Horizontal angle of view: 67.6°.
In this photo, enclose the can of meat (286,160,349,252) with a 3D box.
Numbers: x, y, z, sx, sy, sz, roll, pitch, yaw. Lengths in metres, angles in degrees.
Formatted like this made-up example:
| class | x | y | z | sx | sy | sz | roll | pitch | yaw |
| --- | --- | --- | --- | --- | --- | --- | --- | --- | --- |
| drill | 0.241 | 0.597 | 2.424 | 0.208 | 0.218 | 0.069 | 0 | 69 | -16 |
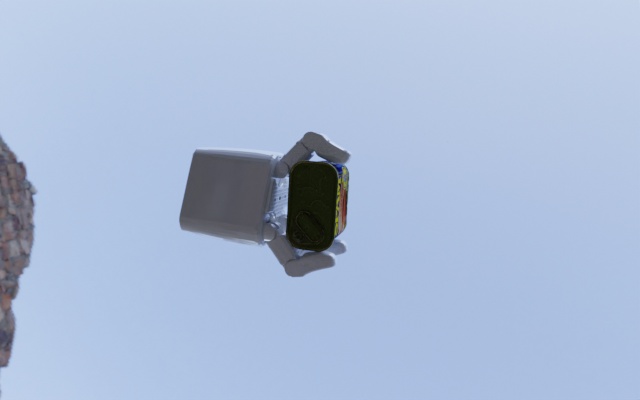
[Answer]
| class | x | y | z | sx | sy | sz | roll | pitch | yaw |
| --- | --- | --- | --- | --- | --- | --- | --- | --- | --- |
| can of meat | 0.000 | 0.002 | 0.572 | 0.057 | 0.102 | 0.084 | 5 | 8 | 14 |
